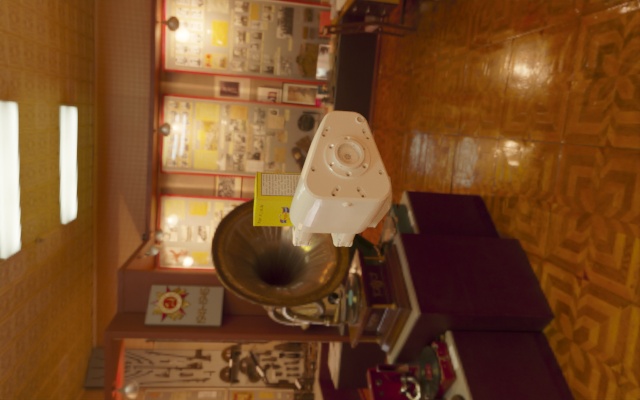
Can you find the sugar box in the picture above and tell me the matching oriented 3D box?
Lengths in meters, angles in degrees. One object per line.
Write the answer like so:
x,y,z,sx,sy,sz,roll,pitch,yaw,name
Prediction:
0.000,0.003,0.640,0.176,0.048,0.093,3,-24,-8,sugar box
